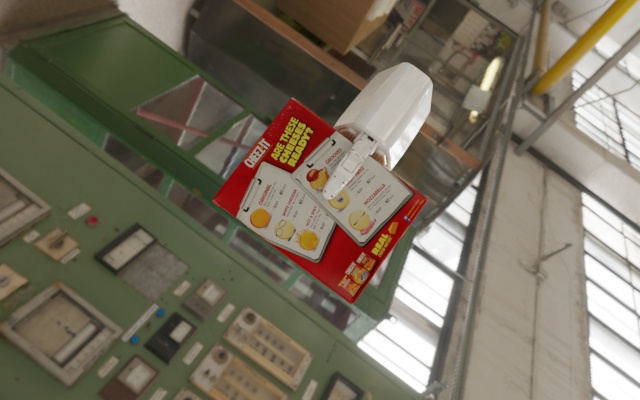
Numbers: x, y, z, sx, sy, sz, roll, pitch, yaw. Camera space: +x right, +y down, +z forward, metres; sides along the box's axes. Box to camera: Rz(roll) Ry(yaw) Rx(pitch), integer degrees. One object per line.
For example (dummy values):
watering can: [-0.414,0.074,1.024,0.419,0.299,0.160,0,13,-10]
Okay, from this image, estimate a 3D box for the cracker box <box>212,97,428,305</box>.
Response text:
cracker box: [0.000,0.002,0.612,0.213,0.164,0.072,37,-7,1]
